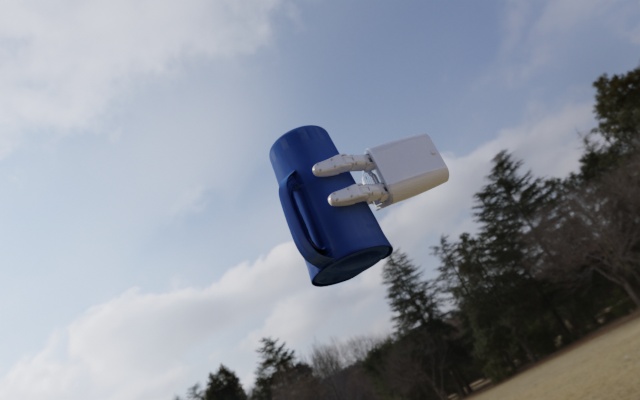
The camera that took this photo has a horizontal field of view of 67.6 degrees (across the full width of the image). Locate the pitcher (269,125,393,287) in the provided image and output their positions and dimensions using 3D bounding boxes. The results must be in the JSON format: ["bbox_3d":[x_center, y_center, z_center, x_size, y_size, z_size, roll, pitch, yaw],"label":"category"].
[{"bbox_3d":[0.000,0.002,0.750,0.145,0.242,0.149,-19,-24,-13],"label":"pitcher"}]
